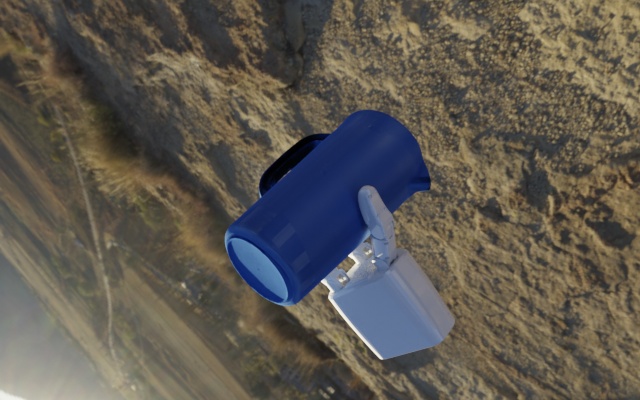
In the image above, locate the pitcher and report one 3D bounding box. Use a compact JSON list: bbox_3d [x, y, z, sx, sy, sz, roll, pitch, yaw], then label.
[{"bbox_3d":[0.000,0.002,0.567,0.242,0.145,0.149,-42,9,-34],"label":"pitcher"}]
